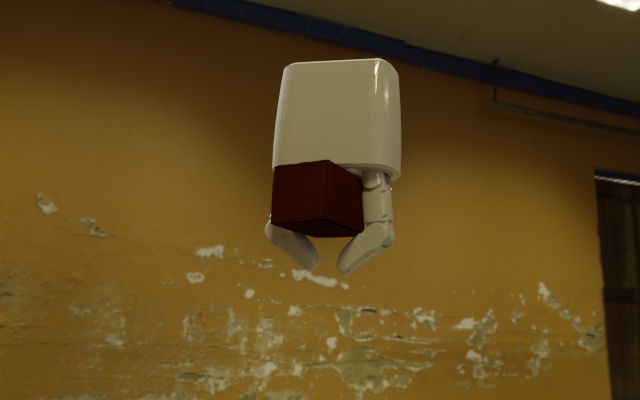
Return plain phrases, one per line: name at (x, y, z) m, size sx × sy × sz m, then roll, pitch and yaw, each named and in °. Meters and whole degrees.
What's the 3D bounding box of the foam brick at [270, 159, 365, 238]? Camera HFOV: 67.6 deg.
foam brick at (0.000, 0.001, 0.412) m, size 0.053 × 0.051 × 0.078 m, roll -4°, pitch -14°, yaw 28°
